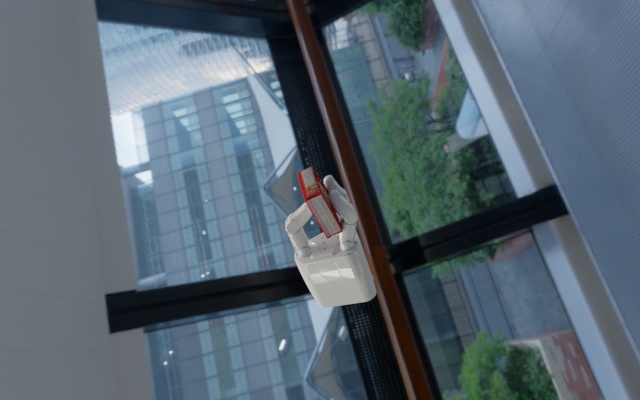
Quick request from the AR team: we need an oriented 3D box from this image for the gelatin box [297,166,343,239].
[{"bbox_3d":[0.000,0.002,0.732,0.030,0.089,0.073,-25,38,7],"label":"gelatin box"}]
